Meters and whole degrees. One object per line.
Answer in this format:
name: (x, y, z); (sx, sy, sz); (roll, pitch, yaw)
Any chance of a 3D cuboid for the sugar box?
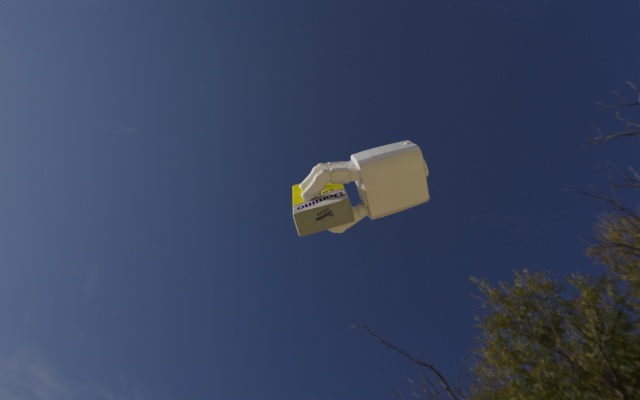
sugar box: (0.000, 0.002, 0.820); (0.093, 0.048, 0.176); (-16, 14, 0)
